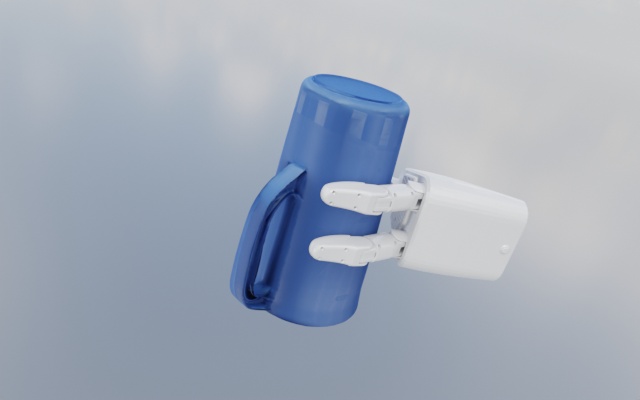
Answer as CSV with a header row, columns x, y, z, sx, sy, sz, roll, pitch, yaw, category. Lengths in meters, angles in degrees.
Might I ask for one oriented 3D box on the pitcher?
x,y,z,sx,sy,sz,roll,pitch,yaw,category
0.000,0.002,0.493,0.145,0.243,0.149,12,24,-6,pitcher
